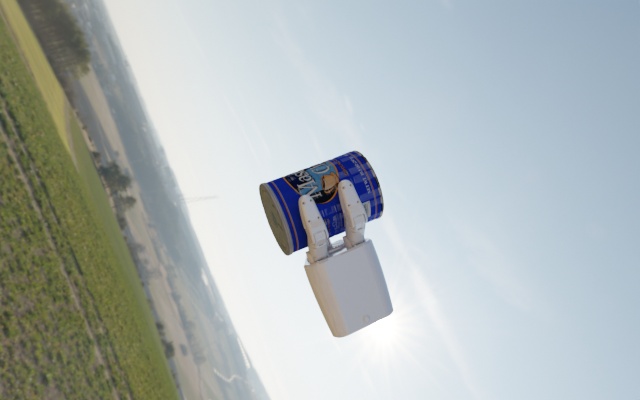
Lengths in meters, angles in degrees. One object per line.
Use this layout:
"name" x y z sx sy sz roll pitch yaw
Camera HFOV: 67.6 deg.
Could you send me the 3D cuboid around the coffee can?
"coffee can" 0.000 0.002 0.651 0.140 0.103 0.103 -21 6 -15
